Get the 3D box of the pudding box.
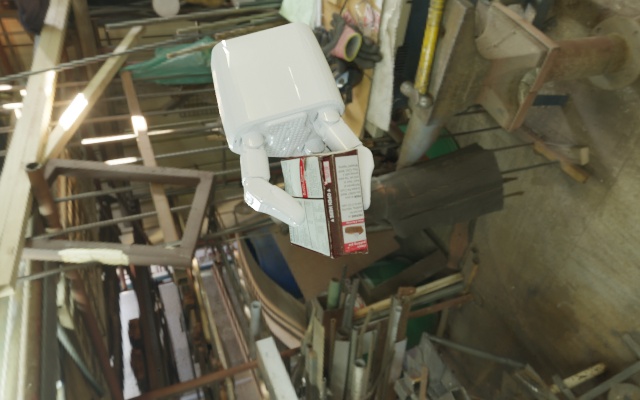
[{"bbox_3d":[0.000,0.001,0.443,0.039,0.090,0.113,-9,5,-20],"label":"pudding box"}]
